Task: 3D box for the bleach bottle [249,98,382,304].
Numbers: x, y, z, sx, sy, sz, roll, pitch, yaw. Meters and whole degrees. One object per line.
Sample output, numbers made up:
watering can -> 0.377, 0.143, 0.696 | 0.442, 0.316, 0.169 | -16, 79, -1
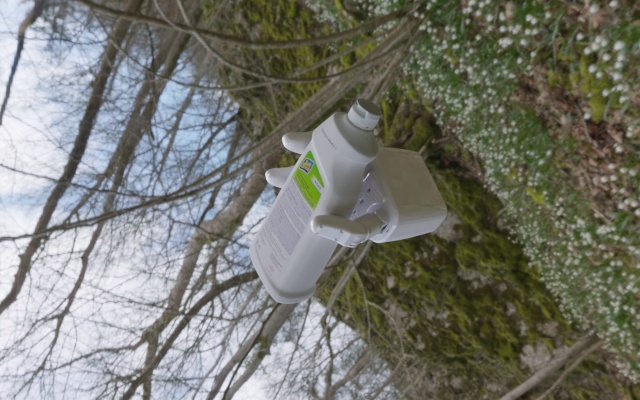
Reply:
bleach bottle -> 0.000, 0.002, 0.543 | 0.068, 0.251, 0.102 | -4, 47, -41
